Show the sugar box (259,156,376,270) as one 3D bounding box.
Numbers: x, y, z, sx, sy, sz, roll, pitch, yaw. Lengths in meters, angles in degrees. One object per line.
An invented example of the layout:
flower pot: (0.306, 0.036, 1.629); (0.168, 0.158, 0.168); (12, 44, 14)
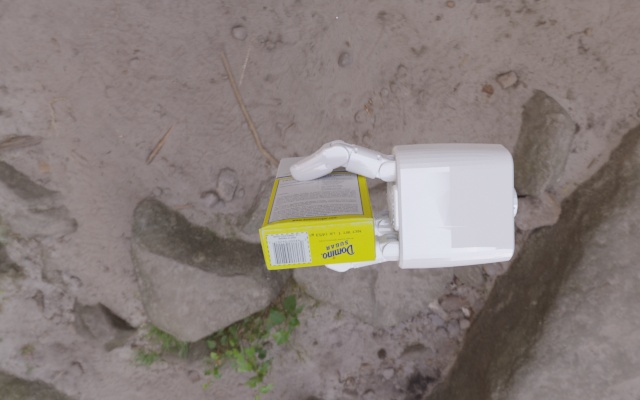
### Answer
sugar box: (0.000, 0.002, 0.462); (0.093, 0.048, 0.176); (-4, 21, 4)
